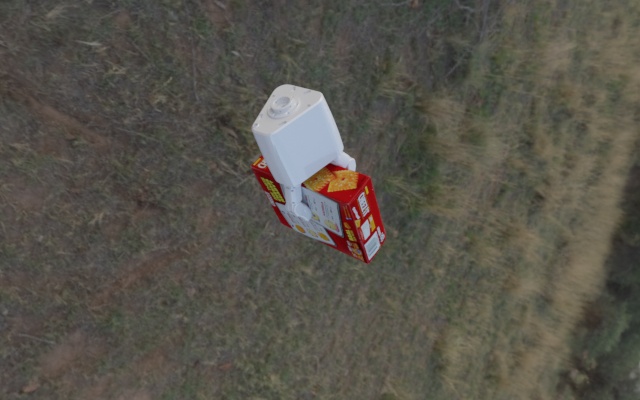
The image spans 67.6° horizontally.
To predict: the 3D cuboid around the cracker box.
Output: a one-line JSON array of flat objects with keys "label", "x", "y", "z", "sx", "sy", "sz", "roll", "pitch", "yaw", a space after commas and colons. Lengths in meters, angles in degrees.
[{"label": "cracker box", "x": 0.000, "y": 0.003, "z": 0.831, "sx": 0.213, "sy": 0.072, "sz": 0.164, "roll": 22, "pitch": -30, "yaw": 35}]
